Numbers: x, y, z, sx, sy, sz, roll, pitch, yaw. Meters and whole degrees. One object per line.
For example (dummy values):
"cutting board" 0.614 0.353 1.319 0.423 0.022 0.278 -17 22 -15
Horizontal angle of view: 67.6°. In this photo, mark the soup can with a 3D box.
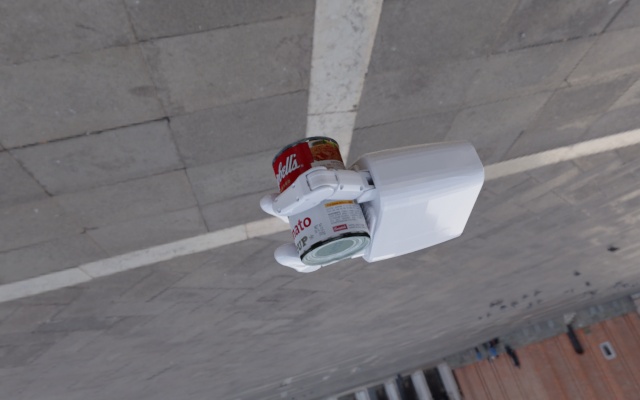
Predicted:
"soup can" 0.000 0.002 0.444 0.068 0.102 0.068 -15 -23 -7
